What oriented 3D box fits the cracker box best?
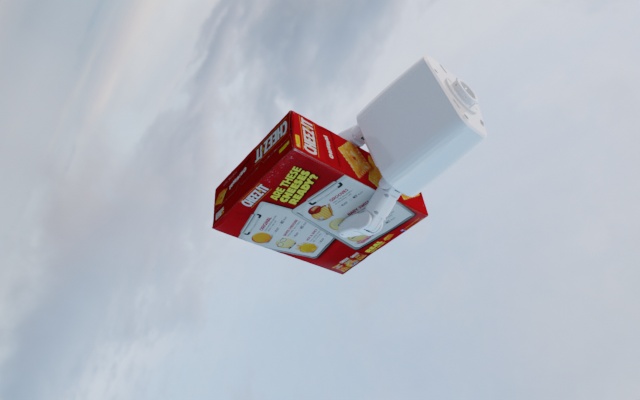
[{"bbox_3d":[0.000,0.002,0.596,0.214,0.072,0.164,25,-49,-33],"label":"cracker box"}]
